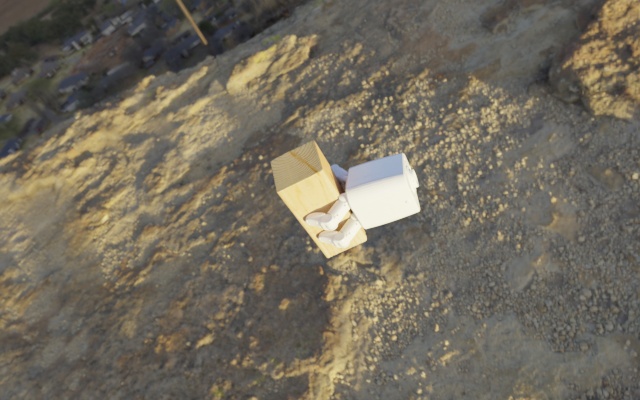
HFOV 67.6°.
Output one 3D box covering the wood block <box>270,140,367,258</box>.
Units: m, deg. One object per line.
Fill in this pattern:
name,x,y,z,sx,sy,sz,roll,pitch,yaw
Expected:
wood block,0.000,0.002,0.884,0.090,0.090,0.206,-26,-47,9
